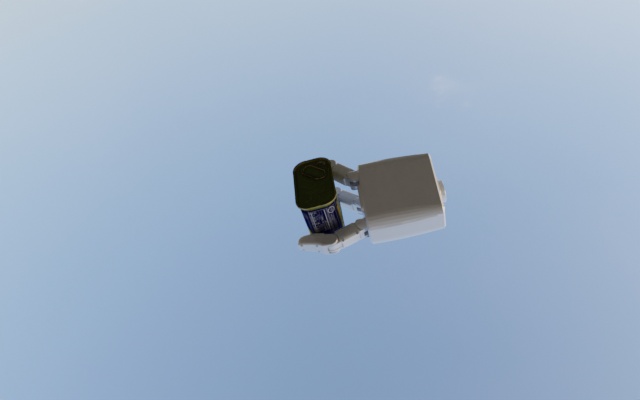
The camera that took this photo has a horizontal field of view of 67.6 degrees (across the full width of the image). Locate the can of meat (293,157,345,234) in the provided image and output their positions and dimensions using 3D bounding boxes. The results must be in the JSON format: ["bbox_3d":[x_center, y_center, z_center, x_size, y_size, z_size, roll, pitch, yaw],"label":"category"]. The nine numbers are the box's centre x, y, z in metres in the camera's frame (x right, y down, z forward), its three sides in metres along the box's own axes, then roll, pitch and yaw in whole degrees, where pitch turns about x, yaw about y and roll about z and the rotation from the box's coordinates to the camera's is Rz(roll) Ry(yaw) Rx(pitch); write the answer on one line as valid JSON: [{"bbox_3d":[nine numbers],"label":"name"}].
[{"bbox_3d":[0.000,0.003,0.693,0.057,0.084,0.102,-14,43,5],"label":"can of meat"}]
